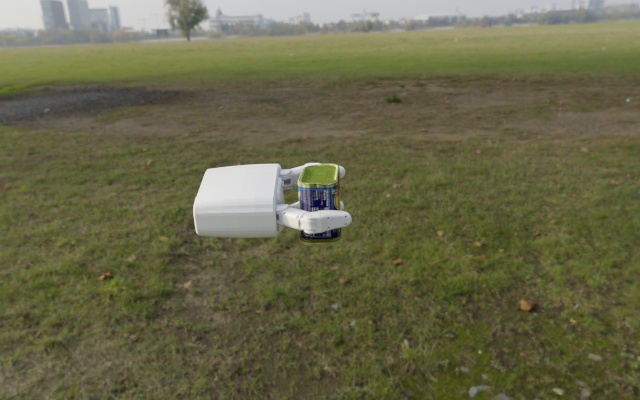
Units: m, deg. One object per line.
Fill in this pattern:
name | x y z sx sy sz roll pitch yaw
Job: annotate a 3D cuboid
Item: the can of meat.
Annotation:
can of meat | 0.000 0.002 0.650 0.057 0.084 0.102 -1 20 4
